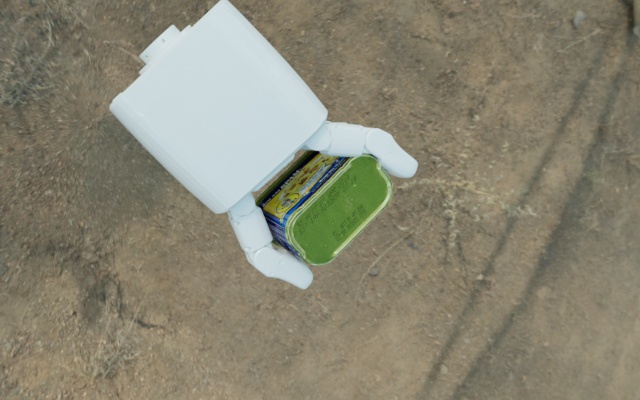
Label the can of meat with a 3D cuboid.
[{"bbox_3d":[0.000,0.001,0.404,0.102,0.057,0.084,-45,23,-12],"label":"can of meat"}]
